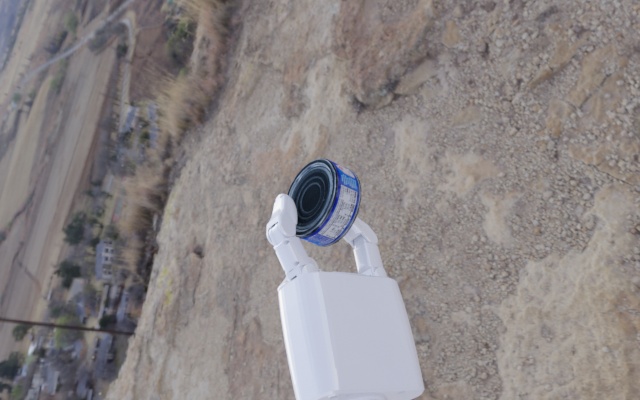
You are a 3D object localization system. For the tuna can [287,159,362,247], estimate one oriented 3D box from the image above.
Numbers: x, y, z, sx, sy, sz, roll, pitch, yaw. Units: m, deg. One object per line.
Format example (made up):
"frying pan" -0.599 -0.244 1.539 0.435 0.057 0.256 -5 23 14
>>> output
"tuna can" 0.000 0.001 0.485 0.034 0.086 0.086 23 -14 -34
